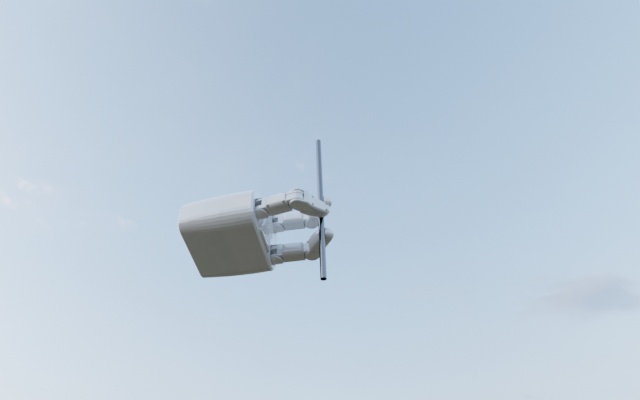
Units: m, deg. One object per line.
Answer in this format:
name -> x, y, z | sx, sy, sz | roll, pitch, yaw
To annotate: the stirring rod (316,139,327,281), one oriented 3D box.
stirring rod -> 0.000, 0.002, 0.651 | 0.011, 0.239, 0.011 | -1, -40, -1
